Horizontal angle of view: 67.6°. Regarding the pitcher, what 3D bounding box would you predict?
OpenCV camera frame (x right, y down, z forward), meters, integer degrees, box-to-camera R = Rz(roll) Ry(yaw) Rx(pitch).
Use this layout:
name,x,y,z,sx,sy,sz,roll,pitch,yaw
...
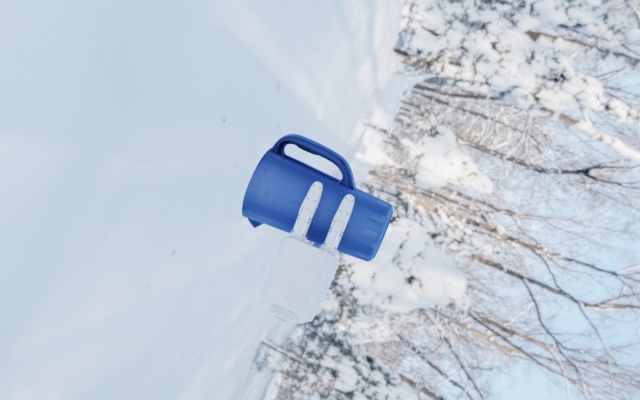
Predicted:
name,x,y,z,sx,sy,sz,roll,pitch,yaw
pitcher,0.000,0.003,0.823,0.243,0.145,0.149,22,-26,5
